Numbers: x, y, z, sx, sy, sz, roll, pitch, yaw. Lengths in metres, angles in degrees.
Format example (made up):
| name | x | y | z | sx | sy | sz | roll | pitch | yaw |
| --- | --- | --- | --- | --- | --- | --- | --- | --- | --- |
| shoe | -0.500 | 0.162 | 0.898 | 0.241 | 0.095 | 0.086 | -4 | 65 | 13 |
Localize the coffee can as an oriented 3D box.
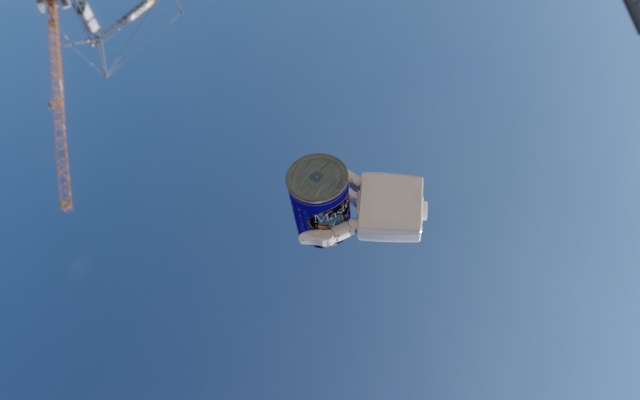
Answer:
| name | x | y | z | sx | sy | sz | roll | pitch | yaw |
| --- | --- | --- | --- | --- | --- | --- | --- | --- | --- |
| coffee can | 0.000 | 0.003 | 0.826 | 0.103 | 0.102 | 0.140 | 0 | -37 | 7 |
